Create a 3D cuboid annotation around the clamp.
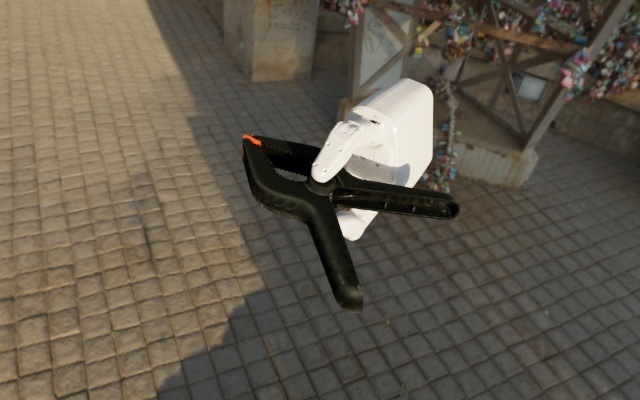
[{"bbox_3d":[0.000,0.000,0.423,0.210,0.036,0.164,28,43,20],"label":"clamp"}]
